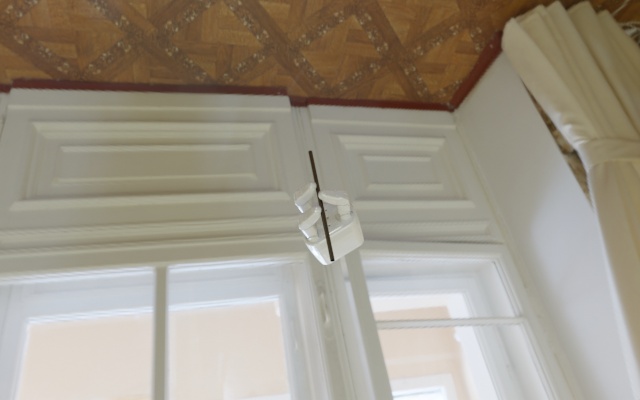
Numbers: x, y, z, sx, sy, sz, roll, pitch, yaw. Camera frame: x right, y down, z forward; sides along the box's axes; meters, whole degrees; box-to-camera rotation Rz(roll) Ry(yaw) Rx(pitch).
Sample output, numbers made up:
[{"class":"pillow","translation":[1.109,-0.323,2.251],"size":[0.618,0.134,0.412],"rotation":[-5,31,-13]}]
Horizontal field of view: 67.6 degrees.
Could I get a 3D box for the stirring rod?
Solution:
[{"class":"stirring rod","translation":[0.000,0.003,0.866],"size":[0.011,0.239,0.011],"rotation":[-8,-34,-5]}]
